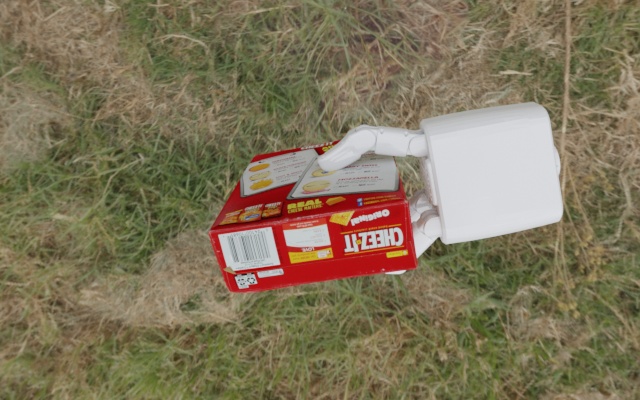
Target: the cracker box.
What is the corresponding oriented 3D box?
[{"bbox_3d":[0.000,0.001,0.481,0.164,0.072,0.213,-9,21,7],"label":"cracker box"}]
